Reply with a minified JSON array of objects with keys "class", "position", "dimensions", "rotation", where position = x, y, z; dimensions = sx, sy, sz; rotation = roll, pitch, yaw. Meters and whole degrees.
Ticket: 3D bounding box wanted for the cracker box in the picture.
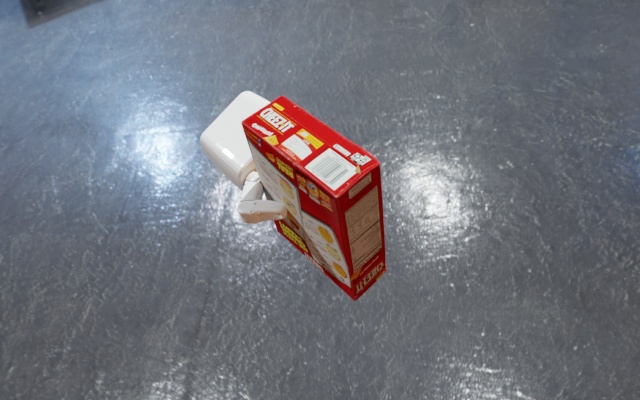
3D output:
[{"class":"cracker box","position":[0.000,0.002,0.580],"dimensions":[0.072,0.214,0.164],"rotation":[-38,55,-20]}]
